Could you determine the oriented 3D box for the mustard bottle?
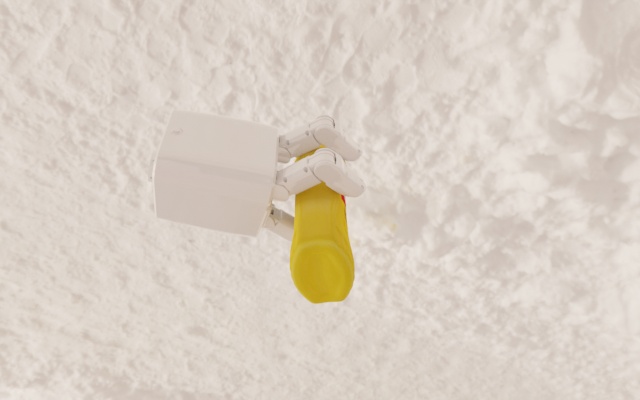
[{"bbox_3d":[0.000,0.002,0.490,0.058,0.191,0.096,-7,-45,5],"label":"mustard bottle"}]
